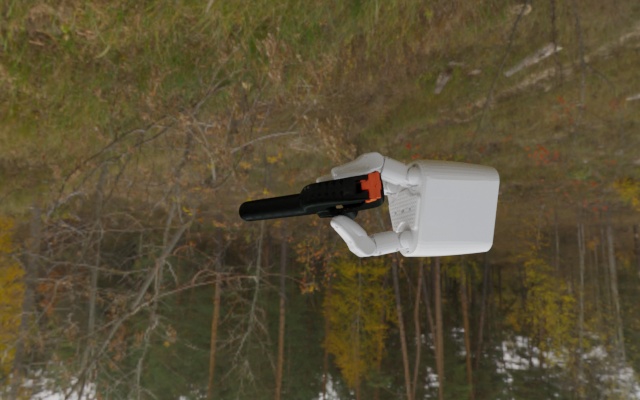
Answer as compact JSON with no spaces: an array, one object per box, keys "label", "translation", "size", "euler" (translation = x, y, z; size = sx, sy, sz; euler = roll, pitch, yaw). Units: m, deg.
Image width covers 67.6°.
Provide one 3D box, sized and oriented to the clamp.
[{"label":"clamp","translation":[0.001,0.003,0.548],"size":[0.164,0.036,0.210],"euler":[-2,-8,-18]}]
